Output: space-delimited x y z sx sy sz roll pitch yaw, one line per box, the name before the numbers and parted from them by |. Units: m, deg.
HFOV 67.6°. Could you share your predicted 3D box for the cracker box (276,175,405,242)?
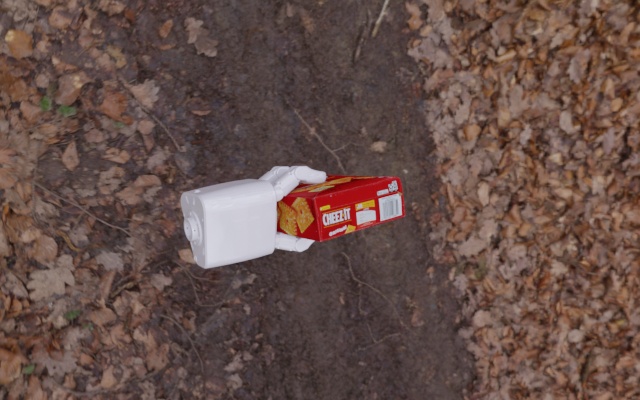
cracker box | 0.000 0.003 0.760 0.164 0.072 0.213 -14 12 -33
